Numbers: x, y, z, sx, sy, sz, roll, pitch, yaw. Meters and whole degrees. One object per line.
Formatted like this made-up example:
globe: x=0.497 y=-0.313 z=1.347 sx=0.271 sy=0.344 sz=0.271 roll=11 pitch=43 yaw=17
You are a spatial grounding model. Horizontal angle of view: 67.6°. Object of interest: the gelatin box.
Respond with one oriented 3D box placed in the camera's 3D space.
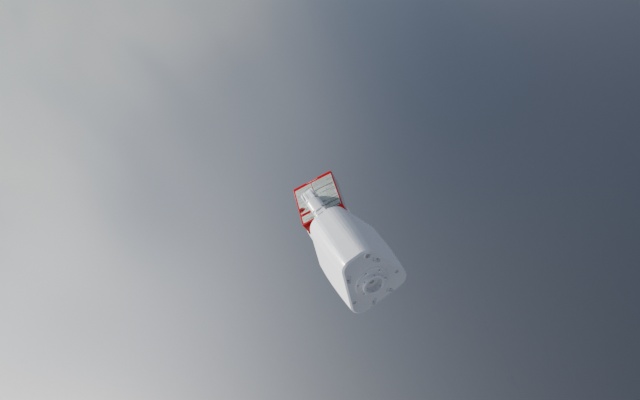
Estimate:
gelatin box: x=0.000 y=0.002 z=0.780 sx=0.073 sy=0.089 sz=0.030 roll=-28 pitch=-46 yaw=10
